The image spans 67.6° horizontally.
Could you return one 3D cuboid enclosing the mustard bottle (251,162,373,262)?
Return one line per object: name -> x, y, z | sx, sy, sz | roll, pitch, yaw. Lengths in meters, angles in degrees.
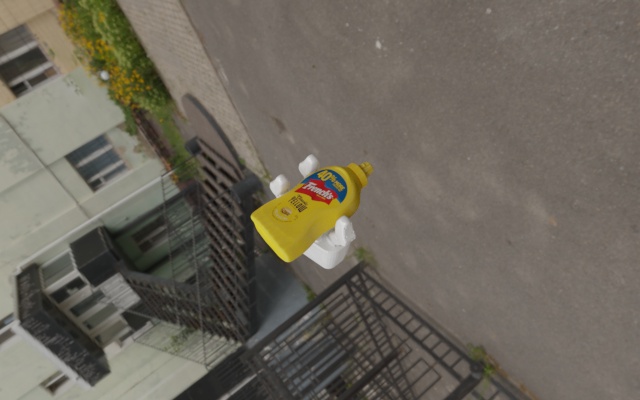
mustard bottle -> 0.000, 0.002, 0.701 | 0.191, 0.058, 0.096 | -35, 47, -15
